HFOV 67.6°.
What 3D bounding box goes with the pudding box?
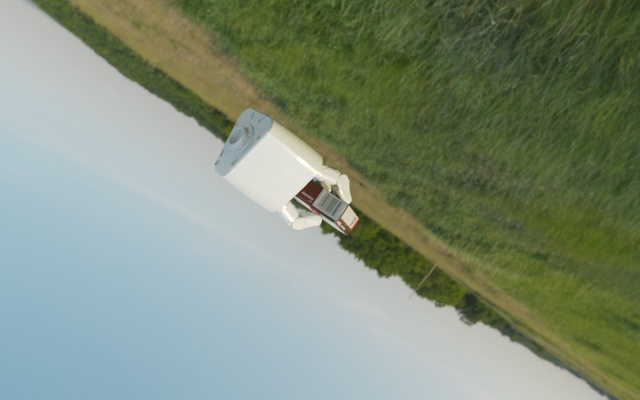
[{"bbox_3d":[0.000,0.003,0.751,0.113,0.039,0.090,36,-3,22],"label":"pudding box"}]
